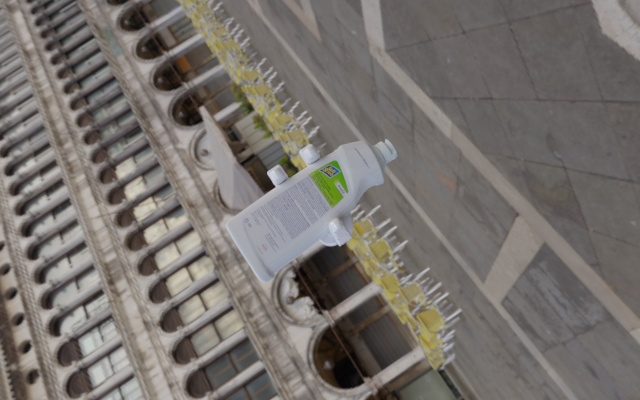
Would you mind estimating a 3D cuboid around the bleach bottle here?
[{"bbox_3d":[0.000,0.002,0.661,0.251,0.102,0.068,-33,-7,-3],"label":"bleach bottle"}]
